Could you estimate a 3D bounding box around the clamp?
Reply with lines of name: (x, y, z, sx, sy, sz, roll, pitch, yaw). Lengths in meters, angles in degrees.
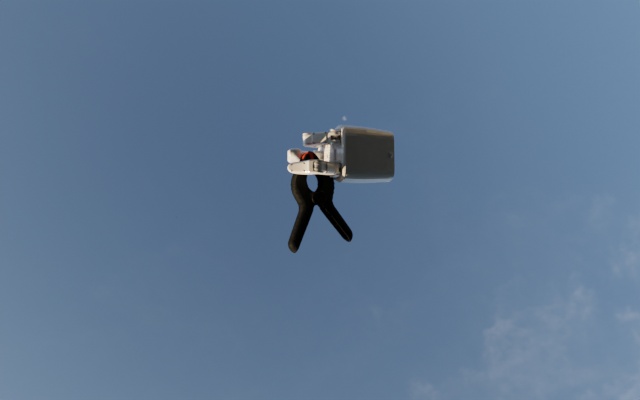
clamp: (0.000, 0.003, 0.821, 0.120, 0.171, 0.039, 1, -2, -32)
